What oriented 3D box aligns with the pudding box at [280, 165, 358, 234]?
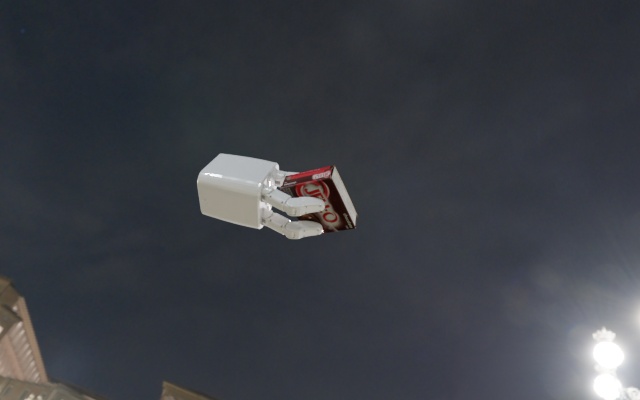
[{"bbox_3d":[0.000,0.002,0.778,0.090,0.114,0.039,-10,39,24],"label":"pudding box"}]
